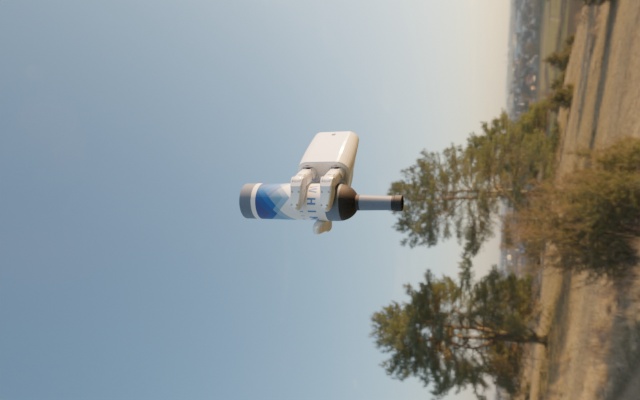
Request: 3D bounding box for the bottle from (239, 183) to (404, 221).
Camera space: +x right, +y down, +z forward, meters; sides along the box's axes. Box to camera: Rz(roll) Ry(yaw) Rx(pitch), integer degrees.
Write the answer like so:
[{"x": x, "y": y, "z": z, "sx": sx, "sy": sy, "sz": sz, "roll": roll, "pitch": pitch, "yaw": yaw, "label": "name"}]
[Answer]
[{"x": 0.000, "y": 0.003, "z": 0.856, "sx": 0.296, "sy": 0.069, "sz": 0.069, "roll": 1, "pitch": 0, "yaw": 20, "label": "bottle"}]
